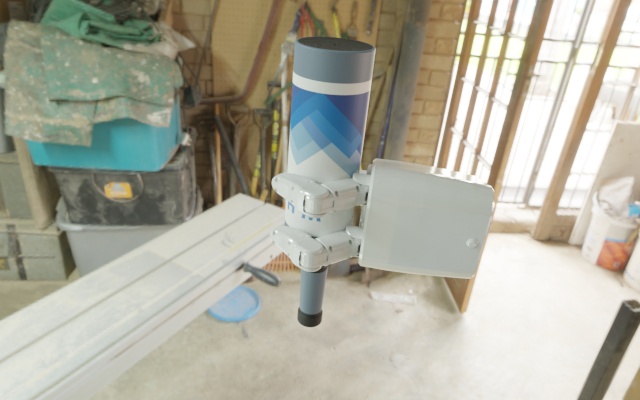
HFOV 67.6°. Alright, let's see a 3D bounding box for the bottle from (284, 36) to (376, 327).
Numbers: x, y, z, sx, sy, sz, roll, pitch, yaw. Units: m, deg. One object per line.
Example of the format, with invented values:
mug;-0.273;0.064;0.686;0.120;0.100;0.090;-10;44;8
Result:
bottle;0.000;0.001;0.459;0.069;0.296;0.069;4;28;-2
